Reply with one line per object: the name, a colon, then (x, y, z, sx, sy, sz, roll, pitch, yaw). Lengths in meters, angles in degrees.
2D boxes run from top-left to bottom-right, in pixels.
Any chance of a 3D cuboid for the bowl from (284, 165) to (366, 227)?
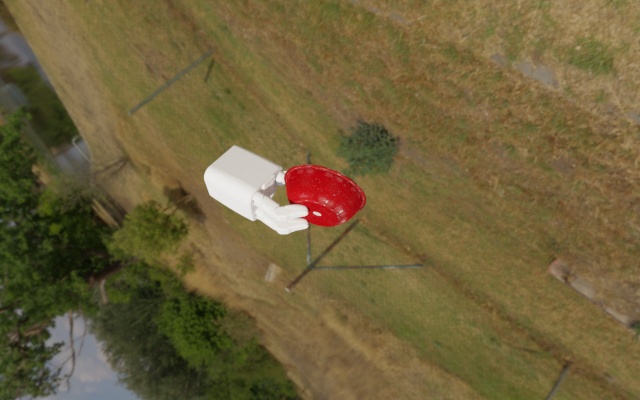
bowl: (0.001, 0.003, 0.880, 0.162, 0.055, 0.162, 15, -28, 8)
